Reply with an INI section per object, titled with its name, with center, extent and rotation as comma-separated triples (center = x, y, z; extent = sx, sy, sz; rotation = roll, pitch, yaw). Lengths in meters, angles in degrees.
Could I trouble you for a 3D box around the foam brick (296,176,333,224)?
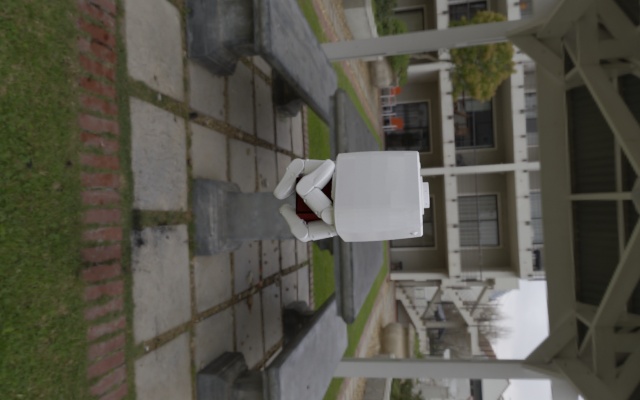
[foam brick]
center = 0.000, 0.002, 0.654
extent = 0.051, 0.053, 0.078
rotation = -3, -15, 11
